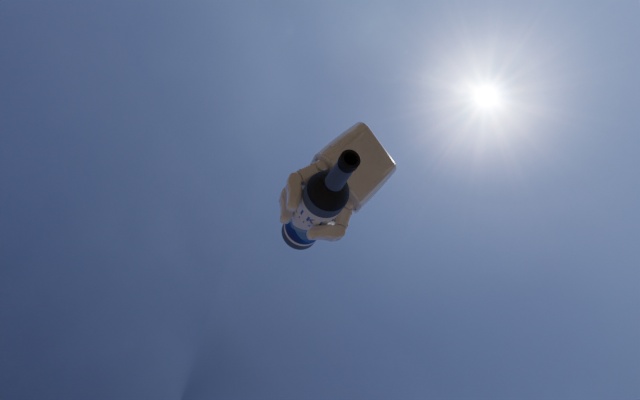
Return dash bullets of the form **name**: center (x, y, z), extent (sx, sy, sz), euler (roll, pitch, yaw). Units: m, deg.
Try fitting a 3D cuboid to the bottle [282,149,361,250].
- **bottle**: center (0.000, 0.003, 0.737), extent (0.069, 0.069, 0.296), euler (0, -22, -16)
